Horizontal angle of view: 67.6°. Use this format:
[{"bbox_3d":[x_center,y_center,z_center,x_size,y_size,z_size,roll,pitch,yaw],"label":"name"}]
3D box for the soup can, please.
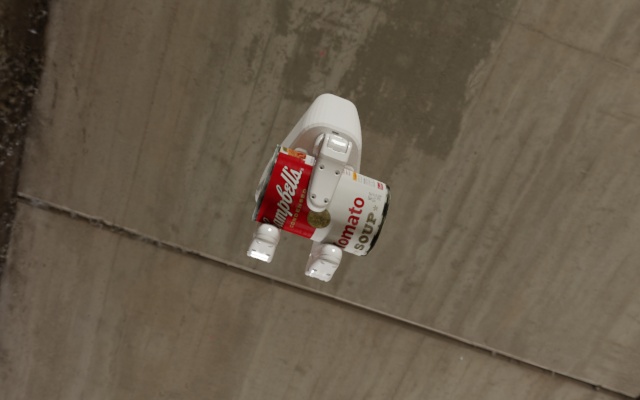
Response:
[{"bbox_3d":[0.000,0.002,0.408,0.102,0.068,0.068,19,-2,-6],"label":"soup can"}]
